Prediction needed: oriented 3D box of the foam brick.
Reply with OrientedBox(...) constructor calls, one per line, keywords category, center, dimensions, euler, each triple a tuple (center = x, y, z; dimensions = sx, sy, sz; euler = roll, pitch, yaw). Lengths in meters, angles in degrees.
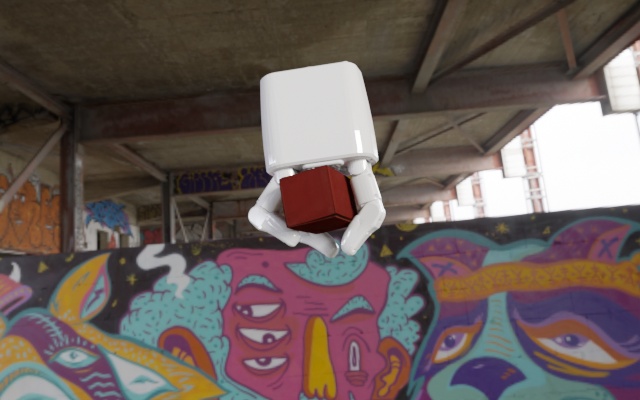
OrientedBox(category="foam brick", center=(0.000, 0.002, 0.484), dimensions=(0.053, 0.051, 0.078), euler=(-14, -13, 19))
